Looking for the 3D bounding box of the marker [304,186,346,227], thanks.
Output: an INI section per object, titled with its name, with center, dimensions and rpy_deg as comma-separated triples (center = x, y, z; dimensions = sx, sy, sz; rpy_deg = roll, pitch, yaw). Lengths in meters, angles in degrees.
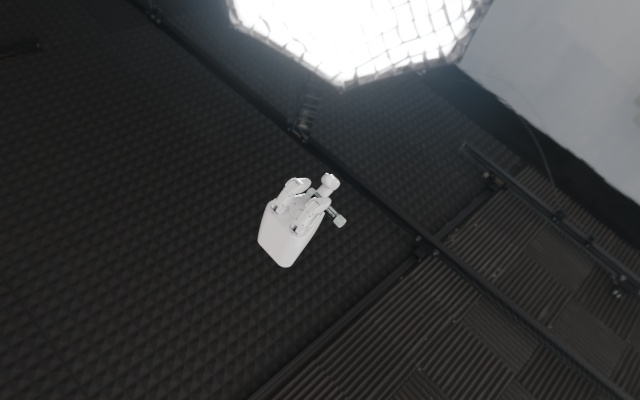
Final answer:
[marker]
center = 0.000, 0.003, 0.896
dimensions = 0.121, 0.020, 0.020
rpy_deg = 45, 17, 19
